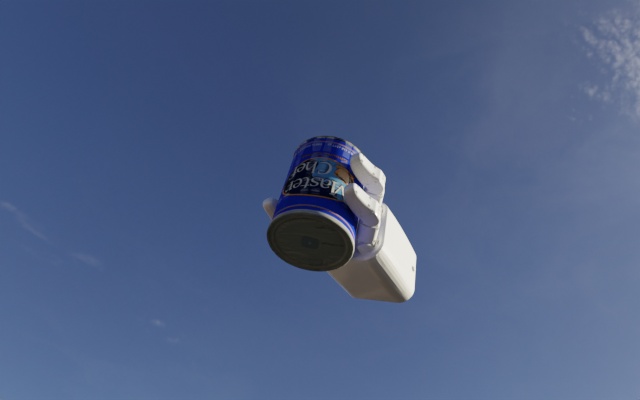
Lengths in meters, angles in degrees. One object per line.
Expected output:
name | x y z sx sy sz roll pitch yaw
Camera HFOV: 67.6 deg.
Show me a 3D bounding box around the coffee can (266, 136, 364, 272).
coffee can | 0.000 0.002 0.596 0.103 0.103 0.140 0 44 15
